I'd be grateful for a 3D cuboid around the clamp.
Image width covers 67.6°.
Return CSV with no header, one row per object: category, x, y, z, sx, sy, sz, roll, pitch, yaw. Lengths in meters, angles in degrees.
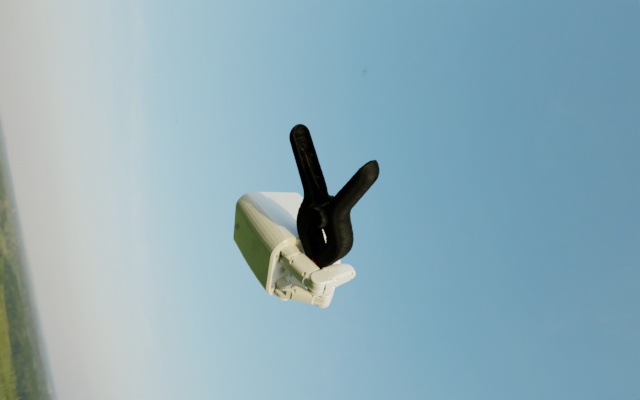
clamp,0.001,0.002,0.530,0.039,0.172,0.120,-15,45,-36
